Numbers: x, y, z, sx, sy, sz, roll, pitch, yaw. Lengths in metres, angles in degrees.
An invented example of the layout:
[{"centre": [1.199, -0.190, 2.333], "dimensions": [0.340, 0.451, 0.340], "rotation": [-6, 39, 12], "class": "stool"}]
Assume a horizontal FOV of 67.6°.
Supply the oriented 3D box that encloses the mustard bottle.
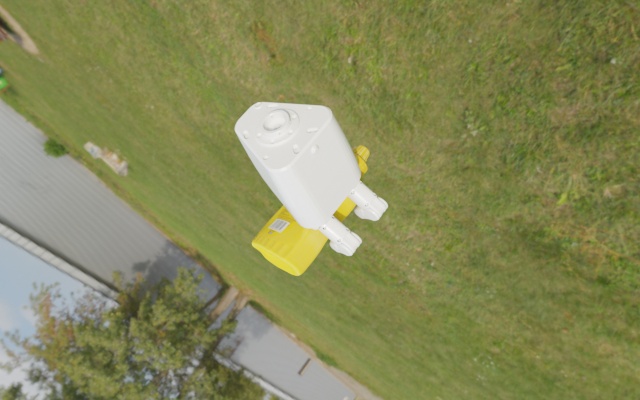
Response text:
[{"centre": [0.000, 0.002, 0.612], "dimensions": [0.058, 0.191, 0.096], "rotation": [48, -18, -28], "class": "mustard bottle"}]
